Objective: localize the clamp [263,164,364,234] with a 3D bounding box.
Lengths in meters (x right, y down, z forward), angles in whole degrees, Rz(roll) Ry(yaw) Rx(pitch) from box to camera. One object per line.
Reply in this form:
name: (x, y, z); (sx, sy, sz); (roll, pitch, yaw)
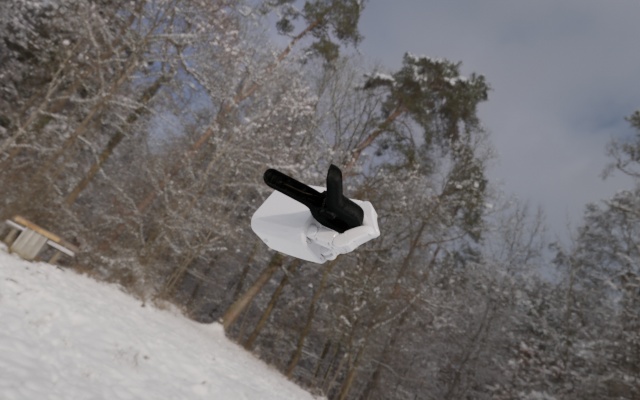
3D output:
clamp: (0.000, 0.002, 0.666); (0.120, 0.039, 0.172); (10, -28, 32)
